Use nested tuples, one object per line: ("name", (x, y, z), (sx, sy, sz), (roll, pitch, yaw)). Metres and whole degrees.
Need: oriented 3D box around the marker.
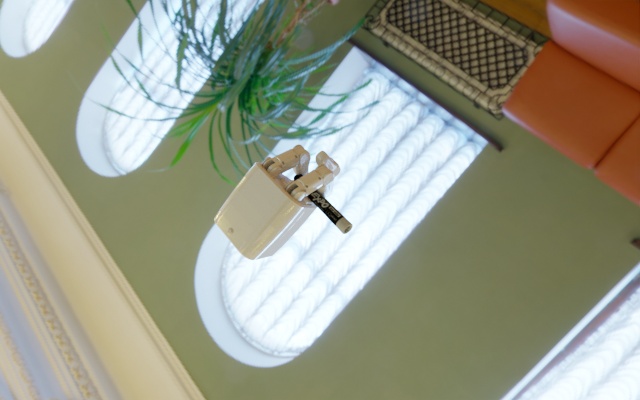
("marker", (0.000, 0.002, 0.677), (0.121, 0.020, 0.020), (45, 26, 29))
